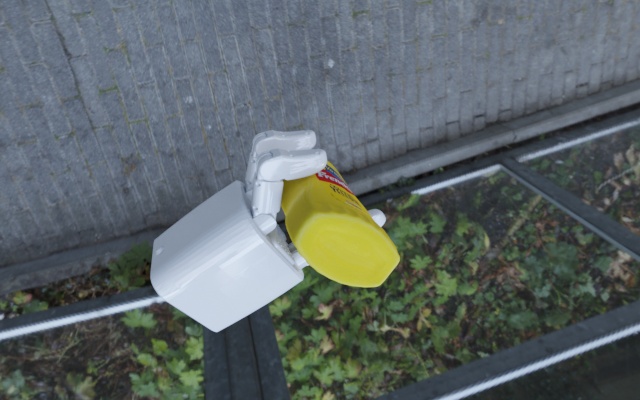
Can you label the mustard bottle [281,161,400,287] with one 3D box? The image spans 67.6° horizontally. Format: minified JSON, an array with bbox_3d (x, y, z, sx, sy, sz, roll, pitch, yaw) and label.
[{"bbox_3d":[0.000,0.001,0.456,0.096,0.058,0.191,28,15,-26],"label":"mustard bottle"}]
